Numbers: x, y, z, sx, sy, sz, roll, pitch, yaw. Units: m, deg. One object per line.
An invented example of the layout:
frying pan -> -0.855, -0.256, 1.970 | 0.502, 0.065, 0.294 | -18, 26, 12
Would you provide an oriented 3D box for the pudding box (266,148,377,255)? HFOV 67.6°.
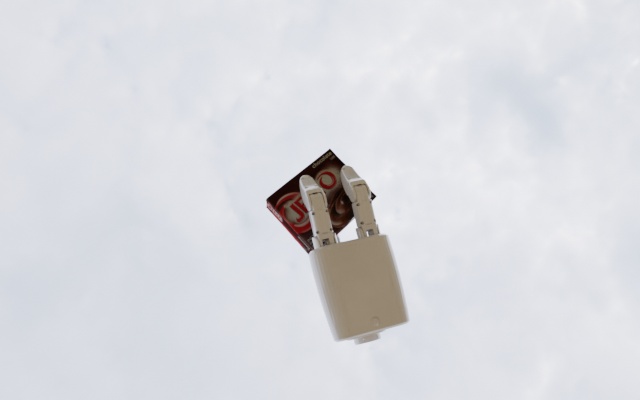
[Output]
pudding box -> 0.000, 0.002, 0.612 | 0.113, 0.090, 0.039 | -40, -10, -20
